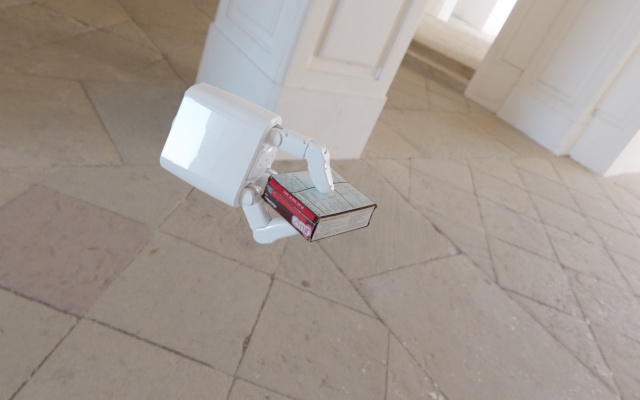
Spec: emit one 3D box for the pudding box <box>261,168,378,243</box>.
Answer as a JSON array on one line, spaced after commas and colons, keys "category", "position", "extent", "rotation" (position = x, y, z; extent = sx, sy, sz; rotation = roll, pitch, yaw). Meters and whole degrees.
[{"category": "pudding box", "position": [0.000, 0.002, 0.573], "extent": [0.113, 0.039, 0.090], "rotation": [-12, 44, -46]}]
